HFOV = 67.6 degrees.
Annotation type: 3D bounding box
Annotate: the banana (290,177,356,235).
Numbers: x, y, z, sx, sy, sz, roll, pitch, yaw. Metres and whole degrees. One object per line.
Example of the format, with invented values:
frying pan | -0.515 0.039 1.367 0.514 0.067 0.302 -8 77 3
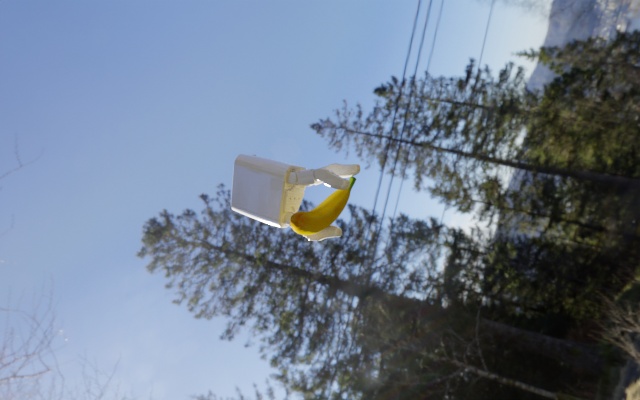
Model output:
banana | -0.001 0.018 0.770 0.037 0.070 0.197 19 29 21
